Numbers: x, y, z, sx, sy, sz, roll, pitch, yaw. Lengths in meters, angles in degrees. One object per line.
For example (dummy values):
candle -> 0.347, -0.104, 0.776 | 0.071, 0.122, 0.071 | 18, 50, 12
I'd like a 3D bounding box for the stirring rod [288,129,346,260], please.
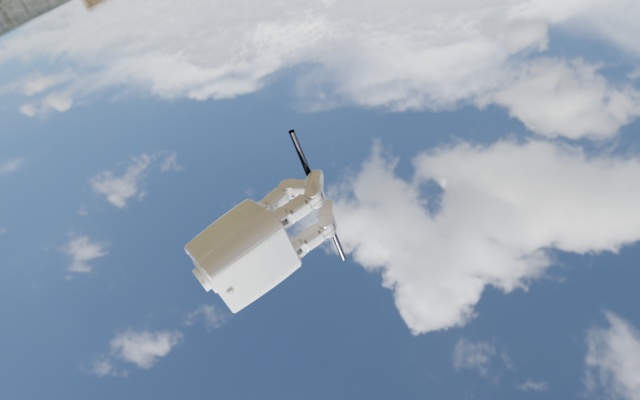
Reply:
stirring rod -> 0.000, 0.002, 0.661 | 0.011, 0.240, 0.011 | -13, 40, 11
